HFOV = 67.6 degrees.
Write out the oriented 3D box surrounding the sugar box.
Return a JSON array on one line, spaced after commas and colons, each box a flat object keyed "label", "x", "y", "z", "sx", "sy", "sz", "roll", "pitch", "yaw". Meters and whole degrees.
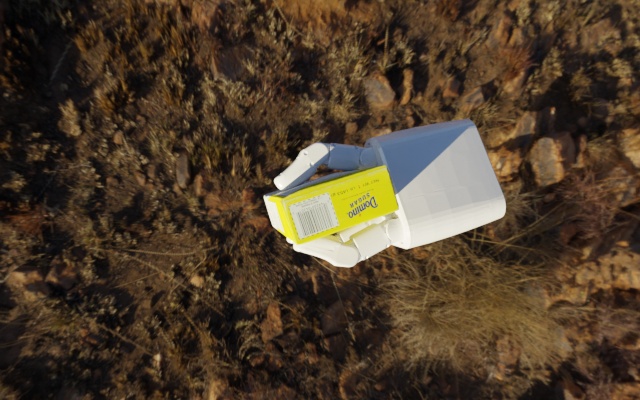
[{"label": "sugar box", "x": 0.000, "y": 0.002, "z": 0.464, "sx": 0.093, "sy": 0.048, "sz": 0.176, "roll": -18, "pitch": 2, "yaw": -10}]
